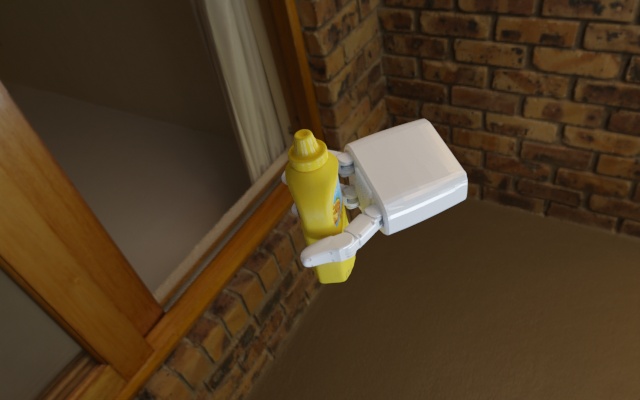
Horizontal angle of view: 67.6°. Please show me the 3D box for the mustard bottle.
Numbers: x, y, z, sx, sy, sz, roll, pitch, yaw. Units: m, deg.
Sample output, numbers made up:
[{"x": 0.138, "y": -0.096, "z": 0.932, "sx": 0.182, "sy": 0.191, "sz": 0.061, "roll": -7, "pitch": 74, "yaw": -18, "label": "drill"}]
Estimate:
[{"x": 0.000, "y": 0.002, "z": 0.540, "sx": 0.058, "sy": 0.192, "sz": 0.096, "roll": -5, "pitch": 44, "yaw": 9, "label": "mustard bottle"}]
